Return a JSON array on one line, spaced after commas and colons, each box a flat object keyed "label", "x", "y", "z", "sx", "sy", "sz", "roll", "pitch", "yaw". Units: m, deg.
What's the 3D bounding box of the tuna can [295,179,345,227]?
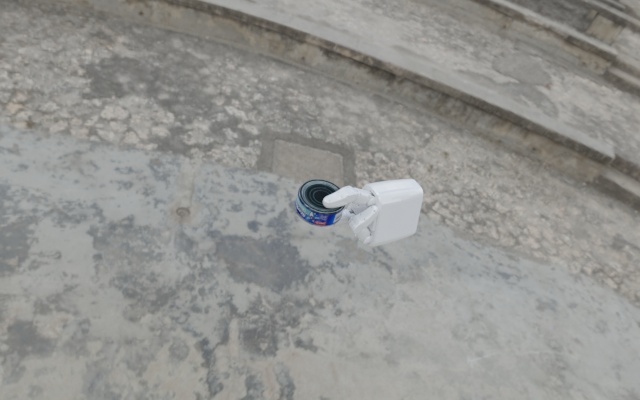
[{"label": "tuna can", "x": 0.000, "y": 0.002, "z": 0.828, "sx": 0.086, "sy": 0.086, "sz": 0.034, "roll": 0, "pitch": -44, "yaw": -18}]
